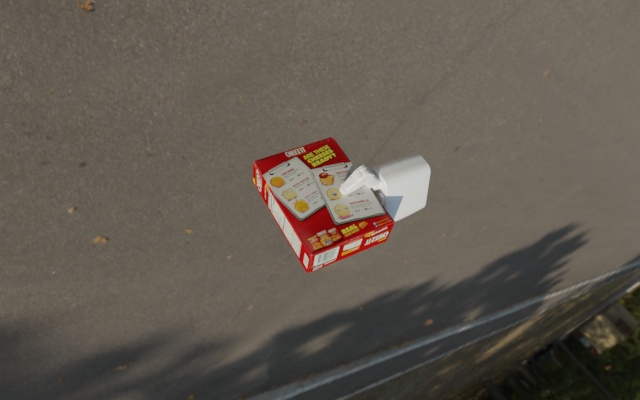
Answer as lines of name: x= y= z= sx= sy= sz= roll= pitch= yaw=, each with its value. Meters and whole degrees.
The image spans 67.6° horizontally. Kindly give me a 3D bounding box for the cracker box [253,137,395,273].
cracker box: x=0.000 y=0.003 z=0.833 sx=0.164 sy=0.213 sz=0.072 roll=-20 pitch=-32 yaw=-23
